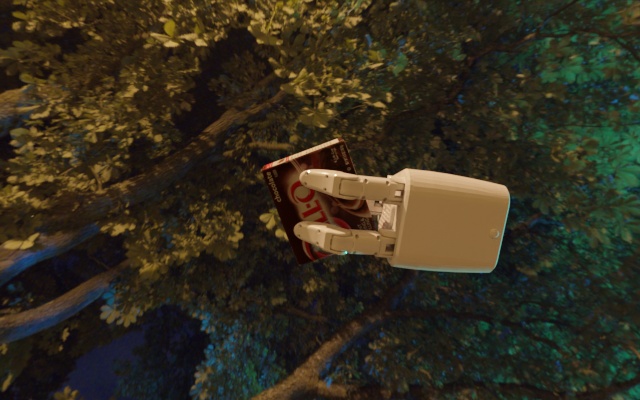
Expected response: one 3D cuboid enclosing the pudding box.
[{"bbox_3d":[0.000,0.002,0.503,0.090,0.113,0.039,-20,11,2],"label":"pudding box"}]
